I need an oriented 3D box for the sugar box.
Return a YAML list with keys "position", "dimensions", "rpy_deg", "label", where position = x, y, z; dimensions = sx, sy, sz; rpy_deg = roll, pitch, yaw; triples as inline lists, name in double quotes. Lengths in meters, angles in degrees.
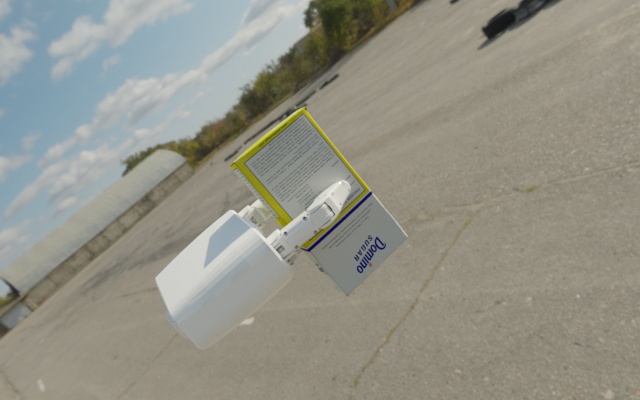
- position: [0.000, 0.002, 0.494]
  dimensions: [0.093, 0.176, 0.048]
  rpy_deg: [-41, 12, -13]
  label: "sugar box"
